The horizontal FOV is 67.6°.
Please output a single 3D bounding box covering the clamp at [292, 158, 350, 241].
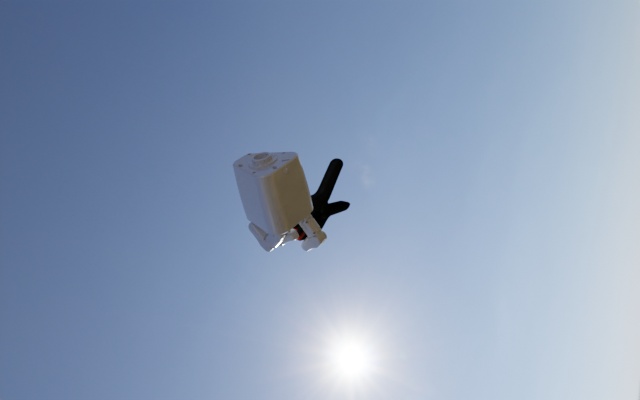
[{"bbox_3d":[0.000,0.003,0.872,0.039,0.120,0.171,11,36,33],"label":"clamp"}]
